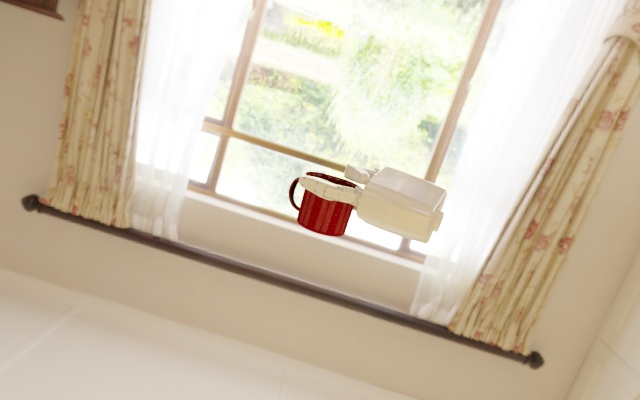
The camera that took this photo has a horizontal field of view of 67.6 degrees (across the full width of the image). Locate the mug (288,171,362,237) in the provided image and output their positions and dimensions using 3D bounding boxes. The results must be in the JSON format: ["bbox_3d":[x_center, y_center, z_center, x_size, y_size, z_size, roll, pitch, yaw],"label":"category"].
[{"bbox_3d":[-0.001,0.002,0.760,0.117,0.081,0.093,20,12,19],"label":"mug"}]
